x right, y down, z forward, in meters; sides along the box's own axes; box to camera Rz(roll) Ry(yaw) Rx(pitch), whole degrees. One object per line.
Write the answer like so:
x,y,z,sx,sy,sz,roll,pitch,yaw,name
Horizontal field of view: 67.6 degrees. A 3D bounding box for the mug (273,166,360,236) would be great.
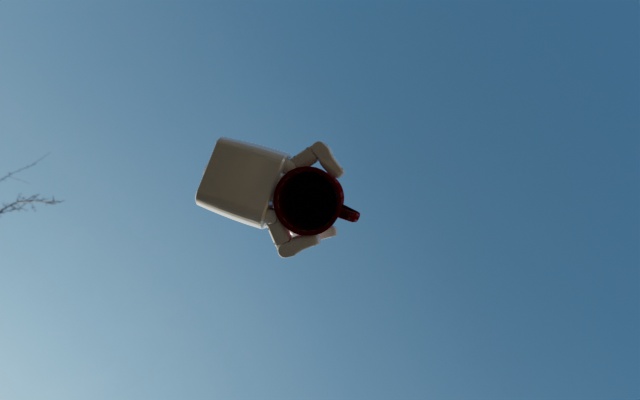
0.002,0.003,0.669,0.117,0.093,0.081,19,7,8,mug
